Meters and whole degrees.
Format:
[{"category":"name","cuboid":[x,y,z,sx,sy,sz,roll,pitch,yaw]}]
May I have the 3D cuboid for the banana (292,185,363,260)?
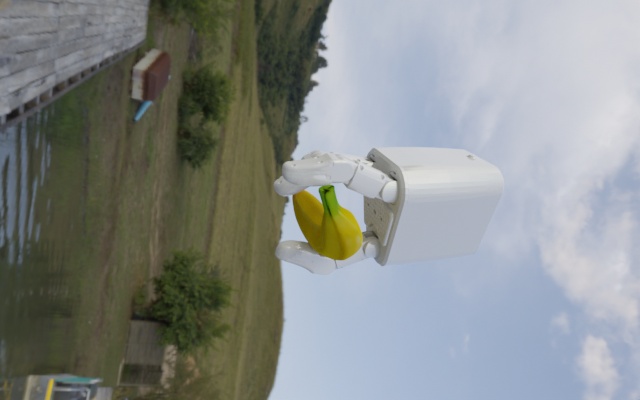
[{"category":"banana","cuboid":[0.005,0.020,0.447,0.037,0.069,0.198,-13,2,-11]}]
